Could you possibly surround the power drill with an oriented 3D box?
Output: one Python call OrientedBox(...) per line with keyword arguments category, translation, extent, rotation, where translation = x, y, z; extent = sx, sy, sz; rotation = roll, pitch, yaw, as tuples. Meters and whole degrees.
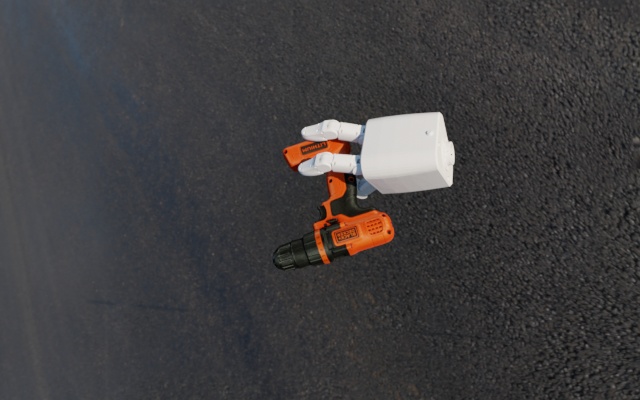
OrientedBox(category="power drill", translation=(0.000, 0.002, 0.726), extent=(0.184, 0.187, 0.057), rotation=(-17, -17, 5))
